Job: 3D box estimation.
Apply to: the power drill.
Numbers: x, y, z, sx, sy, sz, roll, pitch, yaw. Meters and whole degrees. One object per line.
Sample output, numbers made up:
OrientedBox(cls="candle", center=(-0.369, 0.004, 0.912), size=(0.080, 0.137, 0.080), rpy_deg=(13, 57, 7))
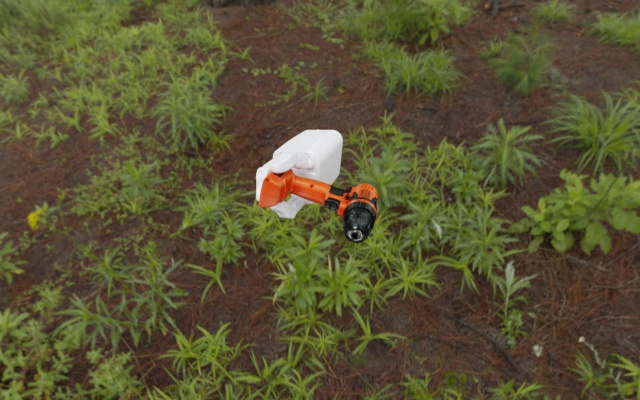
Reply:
OrientedBox(cls="power drill", center=(0.000, 0.002, 0.773), size=(0.187, 0.057, 0.184), rpy_deg=(16, 20, 4))
